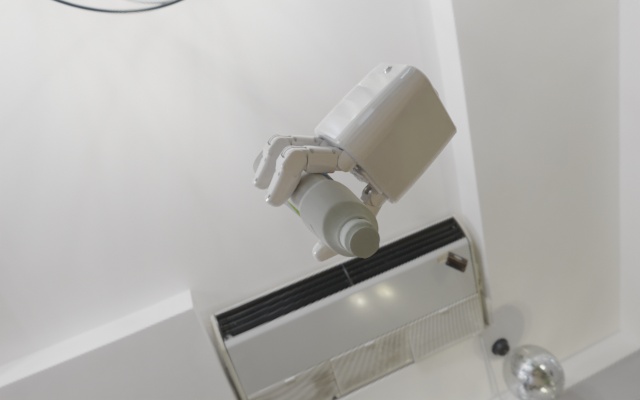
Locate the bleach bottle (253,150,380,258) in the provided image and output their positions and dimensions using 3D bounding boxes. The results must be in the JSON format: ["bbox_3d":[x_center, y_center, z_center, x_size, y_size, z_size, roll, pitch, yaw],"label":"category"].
[{"bbox_3d":[0.000,0.002,0.511,0.103,0.068,0.250,43,0,-27],"label":"bleach bottle"}]
